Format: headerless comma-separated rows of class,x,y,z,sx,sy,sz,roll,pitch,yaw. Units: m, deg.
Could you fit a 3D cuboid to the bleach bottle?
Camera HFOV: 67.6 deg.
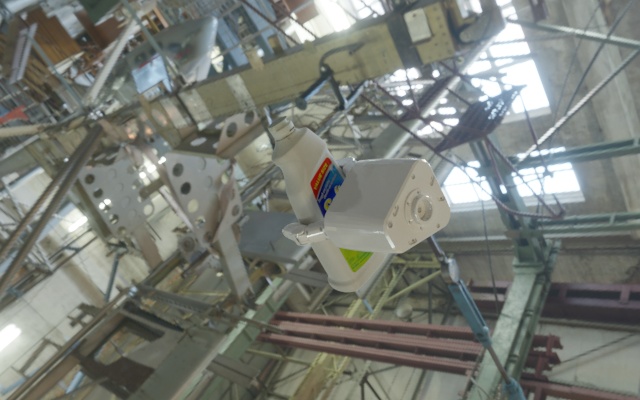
bleach bottle,0.000,0.002,0.660,0.102,0.251,0.068,-44,25,-27
